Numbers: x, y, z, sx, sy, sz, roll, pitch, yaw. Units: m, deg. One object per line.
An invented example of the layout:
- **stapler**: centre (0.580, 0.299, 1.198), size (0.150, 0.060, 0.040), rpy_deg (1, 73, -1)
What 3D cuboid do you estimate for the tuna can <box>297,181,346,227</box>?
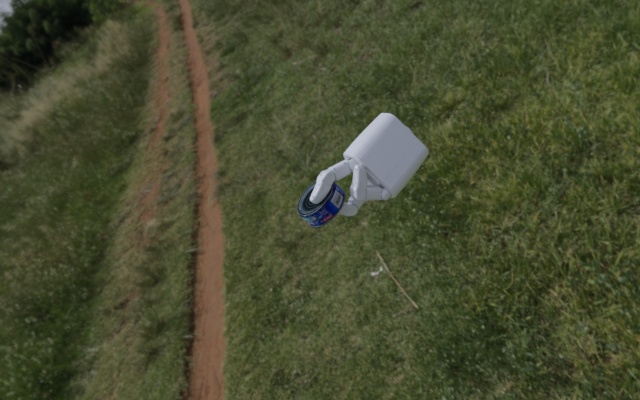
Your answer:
- **tuna can**: centre (0.000, 0.002, 0.840), size (0.034, 0.086, 0.086), rpy_deg (43, -25, -30)
